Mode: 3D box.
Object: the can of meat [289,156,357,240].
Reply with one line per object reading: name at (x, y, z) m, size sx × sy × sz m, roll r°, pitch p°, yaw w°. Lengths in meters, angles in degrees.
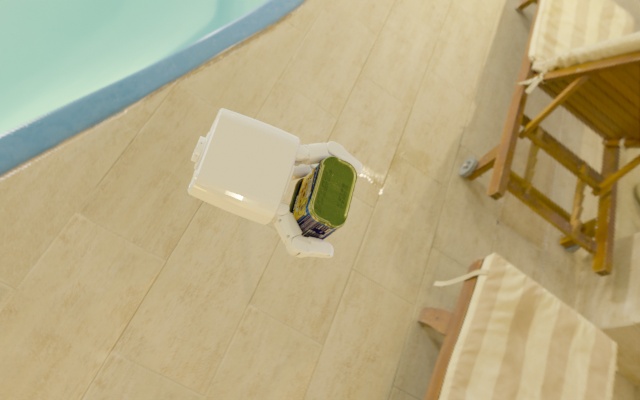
can of meat at (0.000, 0.002, 0.623) m, size 0.057 × 0.102 × 0.084 m, roll 24°, pitch -30°, yaw -16°
